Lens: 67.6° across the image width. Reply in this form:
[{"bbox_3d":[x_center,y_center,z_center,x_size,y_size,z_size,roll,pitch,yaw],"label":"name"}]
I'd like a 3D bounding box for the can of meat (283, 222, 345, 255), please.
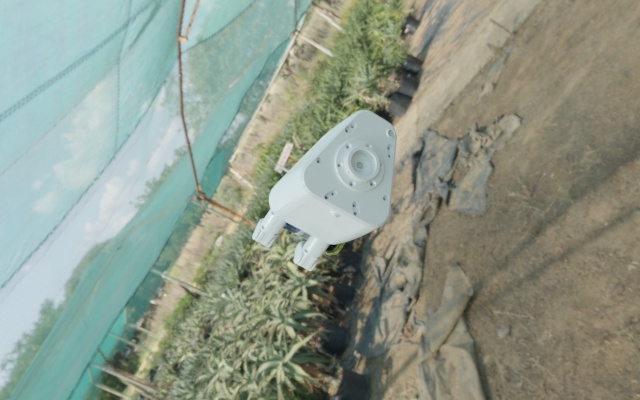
[{"bbox_3d":[0.000,0.002,0.578,0.084,0.102,0.057,29,-16,-12],"label":"can of meat"}]
